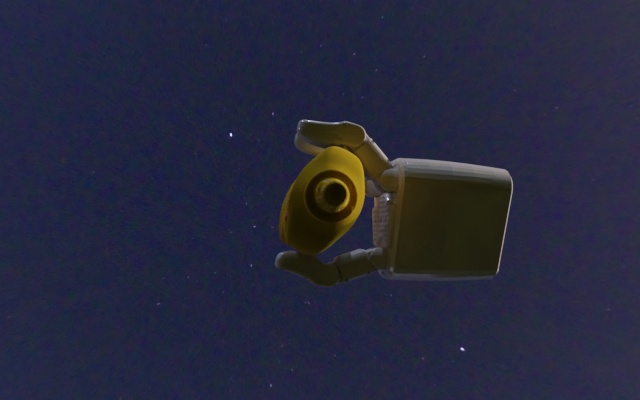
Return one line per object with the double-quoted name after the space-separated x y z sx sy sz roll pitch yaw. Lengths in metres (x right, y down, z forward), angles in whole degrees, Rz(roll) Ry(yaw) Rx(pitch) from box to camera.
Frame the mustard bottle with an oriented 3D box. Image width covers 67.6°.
0.000 0.001 0.428 0.058 0.096 0.191 27 -6 -5 "mustard bottle"
